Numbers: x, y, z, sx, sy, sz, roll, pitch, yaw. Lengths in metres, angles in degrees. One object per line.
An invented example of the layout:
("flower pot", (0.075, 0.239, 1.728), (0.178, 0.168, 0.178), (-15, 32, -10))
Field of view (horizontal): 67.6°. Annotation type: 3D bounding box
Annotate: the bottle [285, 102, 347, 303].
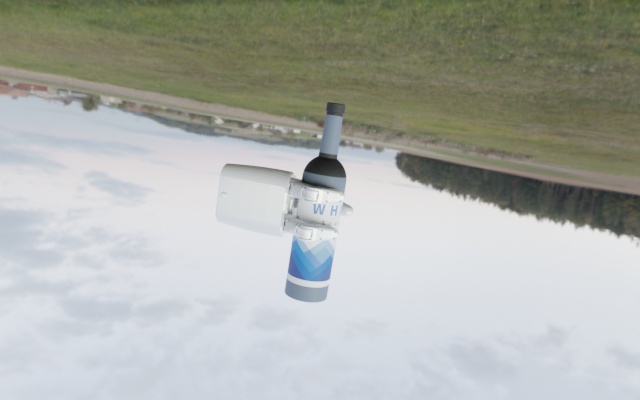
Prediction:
("bottle", (0.000, 0.003, 0.719), (0.069, 0.296, 0.069), (9, 9, -1))
